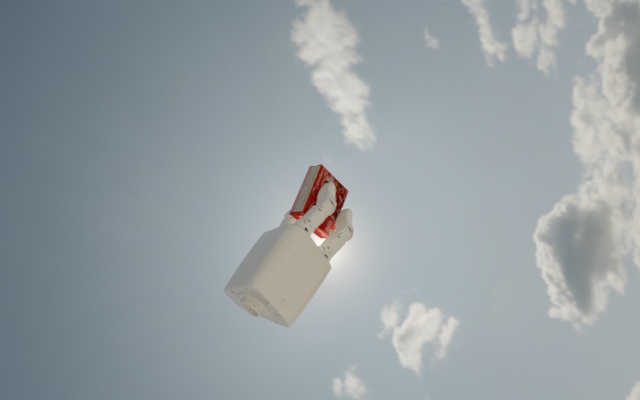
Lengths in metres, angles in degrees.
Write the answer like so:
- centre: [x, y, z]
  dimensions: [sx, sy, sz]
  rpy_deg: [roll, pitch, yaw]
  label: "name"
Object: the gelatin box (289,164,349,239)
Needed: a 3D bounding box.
- centre: [0.000, 0.002, 0.721]
  dimensions: [0.030, 0.089, 0.073]
  rpy_deg: [-5, -36, 43]
  label: "gelatin box"
